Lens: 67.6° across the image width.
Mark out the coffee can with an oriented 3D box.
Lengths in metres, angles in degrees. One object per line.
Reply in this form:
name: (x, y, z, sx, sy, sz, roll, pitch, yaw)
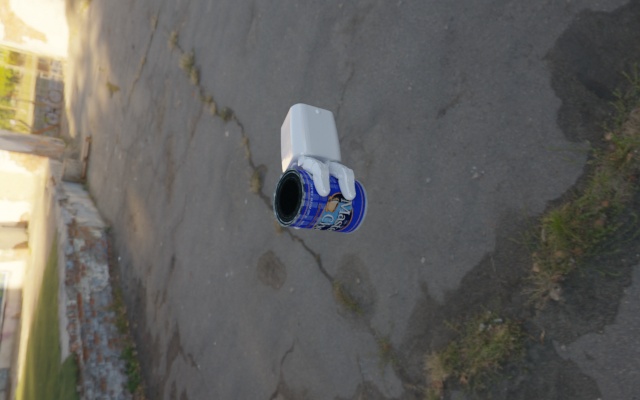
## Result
coffee can: (0.000, 0.003, 0.861, 0.140, 0.103, 0.103, 8, -5, -34)
